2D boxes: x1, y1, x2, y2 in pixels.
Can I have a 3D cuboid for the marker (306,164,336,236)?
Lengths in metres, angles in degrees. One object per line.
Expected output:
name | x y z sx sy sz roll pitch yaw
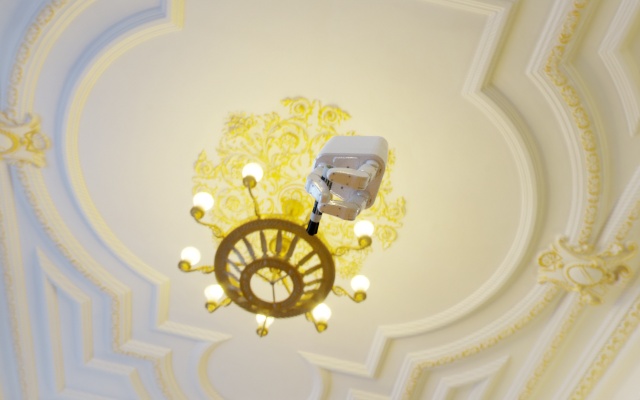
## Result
marker | 0.000 0.002 0.722 0.020 0.121 0.020 12 29 -7
